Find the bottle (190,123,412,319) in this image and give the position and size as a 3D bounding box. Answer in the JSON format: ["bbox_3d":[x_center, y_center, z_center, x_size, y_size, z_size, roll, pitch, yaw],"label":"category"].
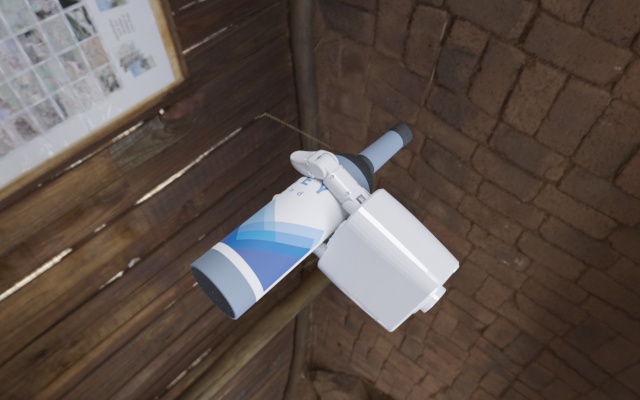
[{"bbox_3d":[0.000,0.002,0.511,0.295,0.069,0.069,-40,21,-27],"label":"bottle"}]
